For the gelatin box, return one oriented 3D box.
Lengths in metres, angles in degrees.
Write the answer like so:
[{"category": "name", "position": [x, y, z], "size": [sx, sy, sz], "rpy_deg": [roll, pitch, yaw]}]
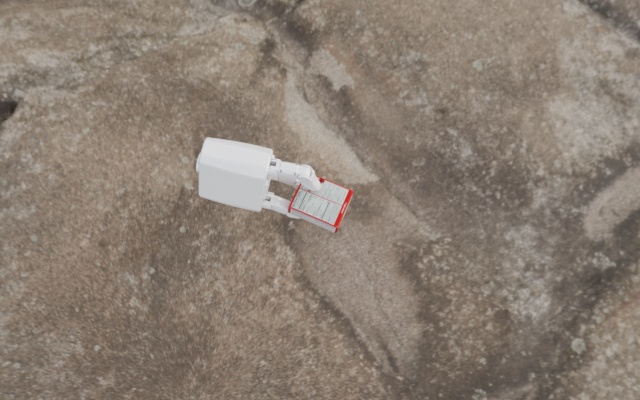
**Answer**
[{"category": "gelatin box", "position": [0.000, 0.003, 0.791], "size": [0.089, 0.073, 0.030], "rpy_deg": [22, -24, 5]}]
